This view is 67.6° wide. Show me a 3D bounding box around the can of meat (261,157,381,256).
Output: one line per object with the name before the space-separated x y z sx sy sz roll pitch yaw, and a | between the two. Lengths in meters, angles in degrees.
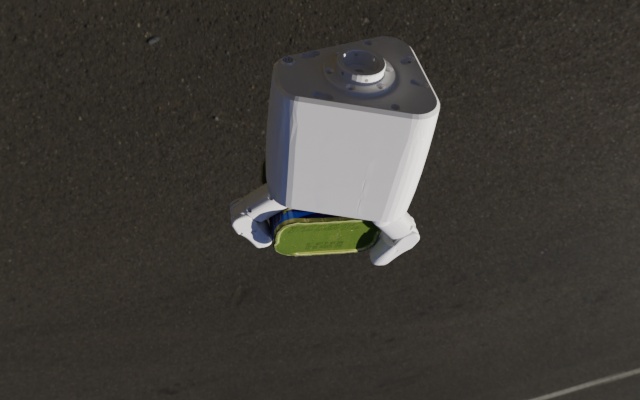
can of meat | 0.000 0.002 0.441 0.102 0.084 0.057 -3 -39 -13
